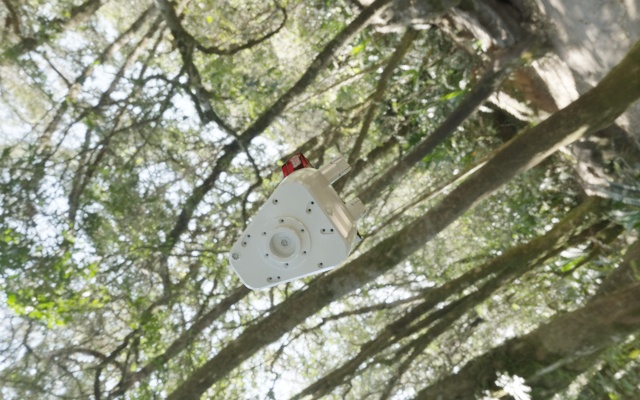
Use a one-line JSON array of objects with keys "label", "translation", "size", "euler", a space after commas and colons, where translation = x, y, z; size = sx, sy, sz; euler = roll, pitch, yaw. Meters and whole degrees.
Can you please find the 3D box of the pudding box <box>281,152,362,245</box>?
[{"label": "pudding box", "translation": [0.000, 0.002, 0.614], "size": [0.039, 0.113, 0.090], "euler": [-34, 31, 10]}]
